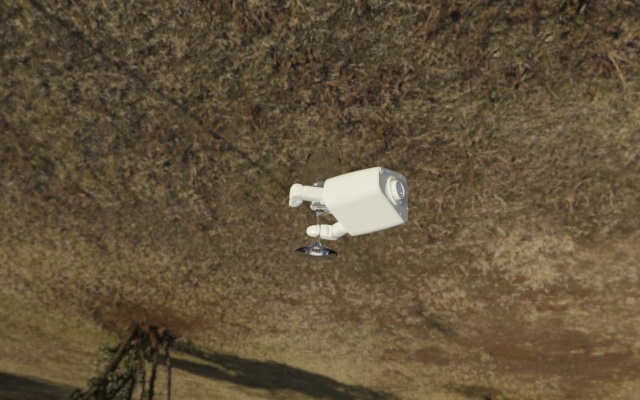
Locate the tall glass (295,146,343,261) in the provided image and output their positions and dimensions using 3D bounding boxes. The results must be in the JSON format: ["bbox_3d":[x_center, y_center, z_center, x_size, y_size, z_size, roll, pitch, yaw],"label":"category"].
[{"bbox_3d":[0.000,0.003,0.863,0.079,0.201,0.079,3,-26,2],"label":"tall glass"}]
